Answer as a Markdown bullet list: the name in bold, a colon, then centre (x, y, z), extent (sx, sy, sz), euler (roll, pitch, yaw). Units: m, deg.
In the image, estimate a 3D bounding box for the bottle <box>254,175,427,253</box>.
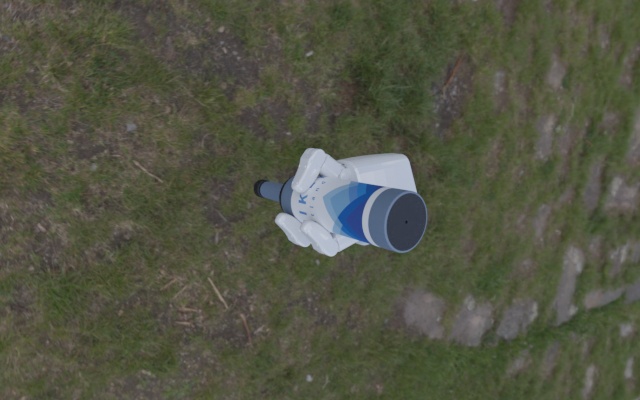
- **bottle**: centre (0.000, 0.002, 0.614), extent (0.069, 0.069, 0.295), euler (0, 8, -39)
